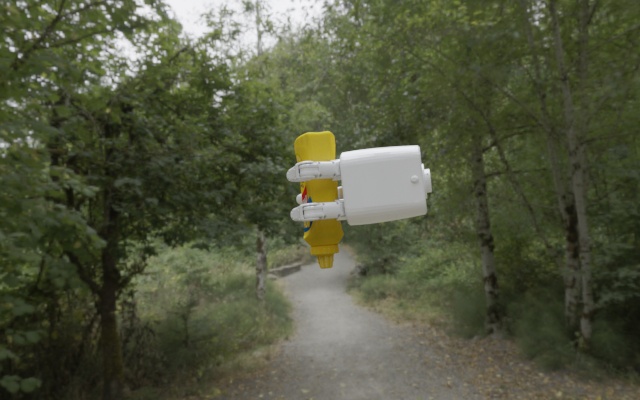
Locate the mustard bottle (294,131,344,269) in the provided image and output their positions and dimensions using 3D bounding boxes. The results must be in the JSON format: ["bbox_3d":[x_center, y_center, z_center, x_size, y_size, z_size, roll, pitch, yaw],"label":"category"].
[{"bbox_3d":[0.000,0.002,0.694,0.058,0.191,0.096,-5,-4,-12],"label":"mustard bottle"}]
